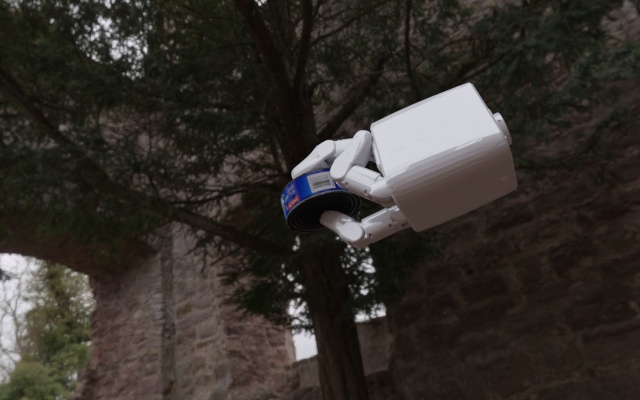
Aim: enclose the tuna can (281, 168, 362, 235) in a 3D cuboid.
[{"bbox_3d":[0.000,0.001,0.526,0.086,0.033,0.086,-14,-30,-8],"label":"tuna can"}]
